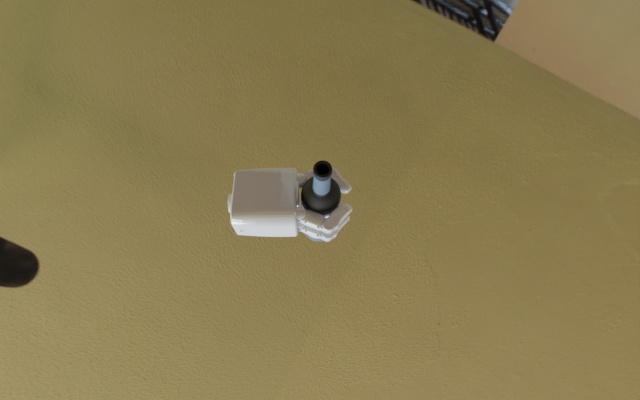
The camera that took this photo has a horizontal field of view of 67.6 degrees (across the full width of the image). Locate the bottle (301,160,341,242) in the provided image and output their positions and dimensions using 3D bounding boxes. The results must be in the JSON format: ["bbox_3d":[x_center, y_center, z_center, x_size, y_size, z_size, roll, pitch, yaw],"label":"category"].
[{"bbox_3d":[0.000,0.003,0.820,0.069,0.069,0.296,0,-19,-1],"label":"bottle"}]
